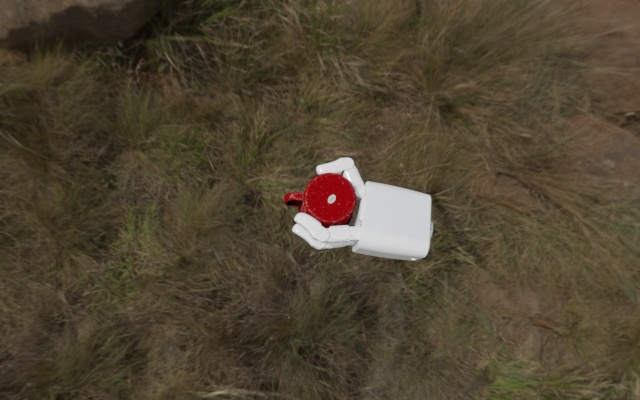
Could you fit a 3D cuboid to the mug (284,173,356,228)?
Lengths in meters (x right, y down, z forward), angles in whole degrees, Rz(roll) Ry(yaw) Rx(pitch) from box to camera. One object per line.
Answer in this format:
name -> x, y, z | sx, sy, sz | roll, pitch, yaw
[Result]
mug -> -0.001, 0.002, 0.761 | 0.117, 0.093, 0.081 | 9, -14, -3
